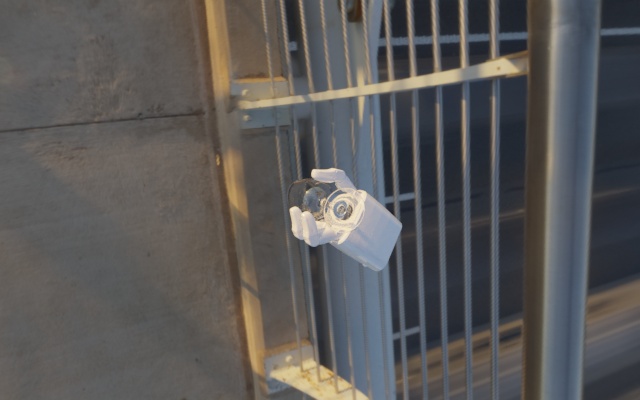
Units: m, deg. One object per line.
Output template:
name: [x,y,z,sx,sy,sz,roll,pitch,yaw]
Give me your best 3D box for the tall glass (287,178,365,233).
tall glass: [0.000,0.003,0.857,0.079,0.079,0.201,0,8,-24]
